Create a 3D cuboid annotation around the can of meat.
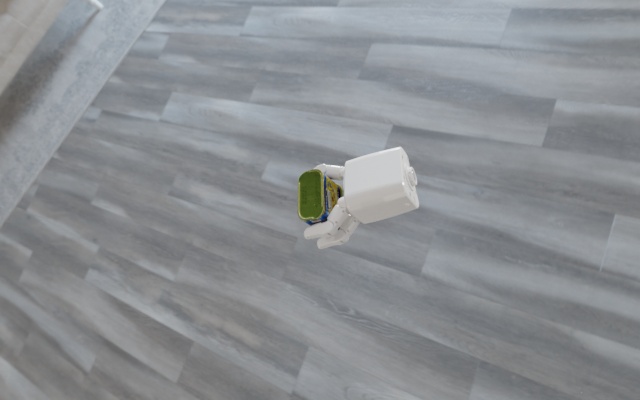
[{"bbox_3d":[0.000,0.003,0.871,0.057,0.102,0.084,-12,-25,23],"label":"can of meat"}]
